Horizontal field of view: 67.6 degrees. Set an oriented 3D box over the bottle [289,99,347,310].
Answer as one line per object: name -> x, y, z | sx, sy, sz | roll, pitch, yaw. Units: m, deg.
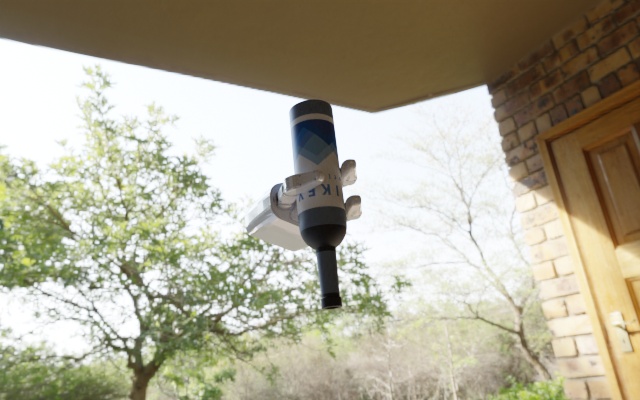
bottle -> 0.000, 0.002, 0.669 | 0.069, 0.295, 0.069 | -5, -20, -2
